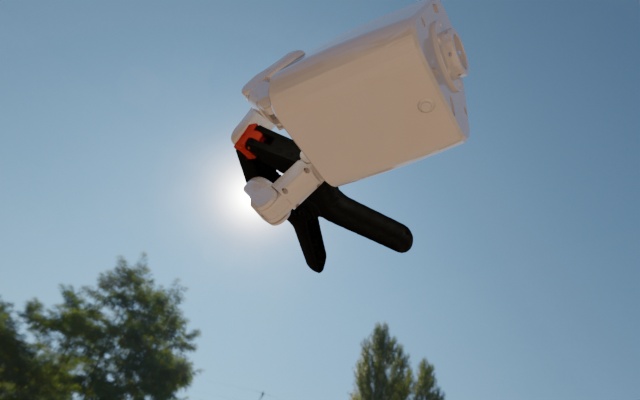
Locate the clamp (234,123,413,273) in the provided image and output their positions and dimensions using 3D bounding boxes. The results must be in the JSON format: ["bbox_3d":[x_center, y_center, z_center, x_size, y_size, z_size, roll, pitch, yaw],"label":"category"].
[{"bbox_3d":[0.000,0.001,0.415,0.120,0.039,0.171,-16,-51,30],"label":"clamp"}]
